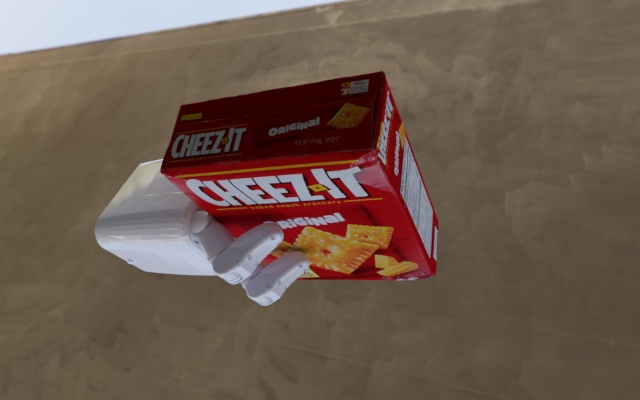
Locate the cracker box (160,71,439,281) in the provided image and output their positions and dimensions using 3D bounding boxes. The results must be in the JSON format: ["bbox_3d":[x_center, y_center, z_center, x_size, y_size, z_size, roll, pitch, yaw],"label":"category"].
[{"bbox_3d":[0.000,0.001,0.405,0.164,0.072,0.214,-4,-30,22],"label":"cracker box"}]
